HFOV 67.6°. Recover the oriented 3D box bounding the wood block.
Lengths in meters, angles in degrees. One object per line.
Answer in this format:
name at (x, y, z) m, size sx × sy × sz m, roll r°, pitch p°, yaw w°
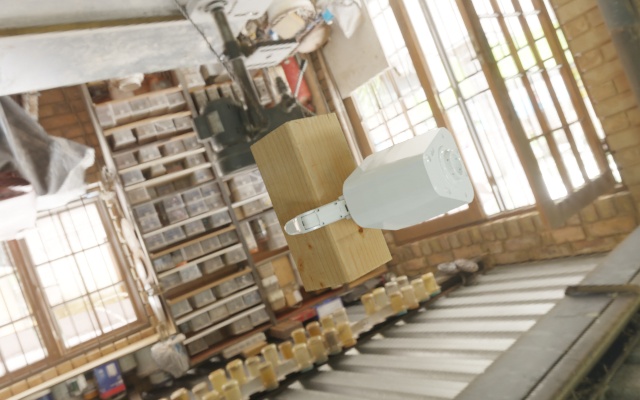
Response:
wood block at (0.000, 0.002, 0.625) m, size 0.091 × 0.206 × 0.090 m, roll -20°, pitch -2°, yaw -43°
